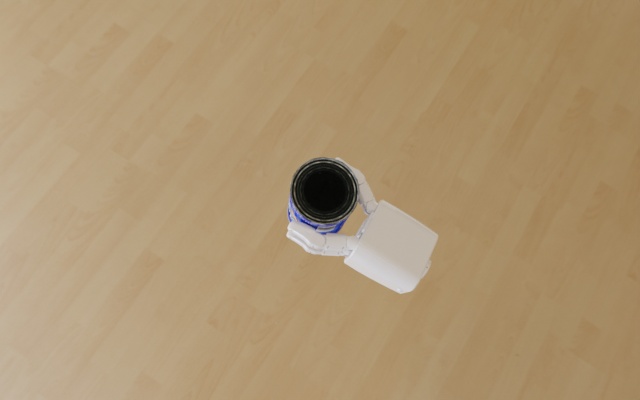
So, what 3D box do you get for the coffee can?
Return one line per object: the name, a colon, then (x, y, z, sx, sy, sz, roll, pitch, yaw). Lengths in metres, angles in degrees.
coffee can: (0.000, 0.002, 0.758, 0.103, 0.102, 0.140, 0, -14, -5)
